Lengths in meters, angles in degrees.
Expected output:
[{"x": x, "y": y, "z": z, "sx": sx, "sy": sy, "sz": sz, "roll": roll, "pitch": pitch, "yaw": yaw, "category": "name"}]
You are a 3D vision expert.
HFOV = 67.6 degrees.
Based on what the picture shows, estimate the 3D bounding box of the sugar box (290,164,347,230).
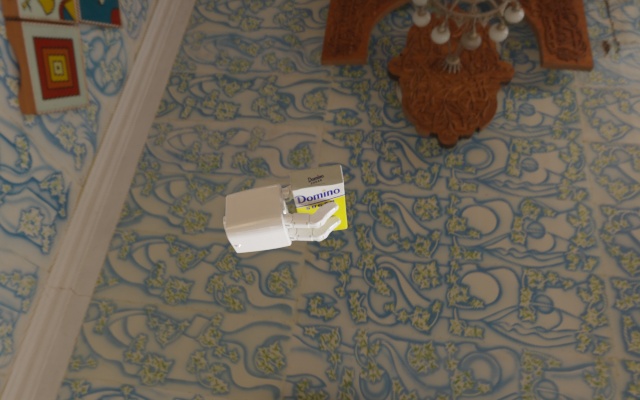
[{"x": 0.000, "y": 0.003, "z": 0.896, "sx": 0.093, "sy": 0.048, "sz": 0.176, "roll": -9, "pitch": -28, "yaw": 2, "category": "sugar box"}]
